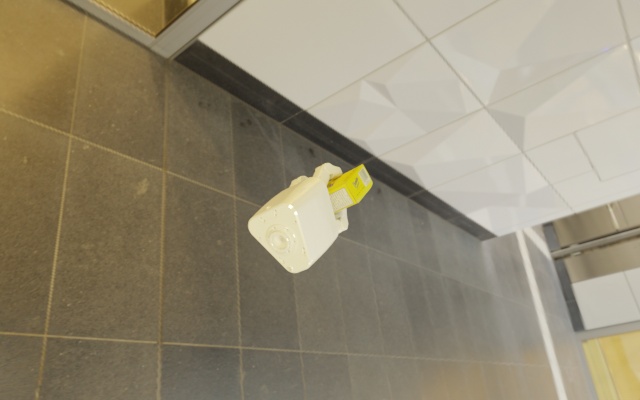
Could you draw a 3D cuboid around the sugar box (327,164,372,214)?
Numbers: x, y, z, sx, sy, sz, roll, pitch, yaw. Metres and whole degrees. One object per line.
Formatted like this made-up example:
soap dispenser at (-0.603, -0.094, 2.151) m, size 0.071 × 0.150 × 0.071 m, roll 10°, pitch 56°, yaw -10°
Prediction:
sugar box at (0.000, 0.002, 0.842) m, size 0.176 × 0.048 × 0.093 m, roll -24°, pitch 12°, yaw 31°
